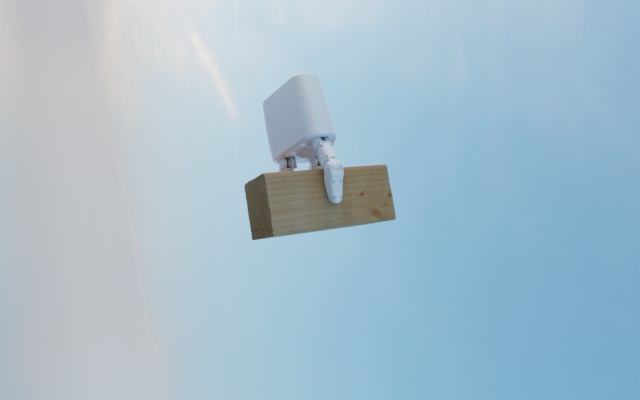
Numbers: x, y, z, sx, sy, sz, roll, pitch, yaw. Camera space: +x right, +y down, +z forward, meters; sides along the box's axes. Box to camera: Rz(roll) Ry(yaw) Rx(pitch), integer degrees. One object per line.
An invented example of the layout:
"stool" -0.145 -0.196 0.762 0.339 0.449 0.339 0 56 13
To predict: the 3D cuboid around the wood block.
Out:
"wood block" 0.000 0.002 0.731 0.206 0.090 0.091 -6 -6 -27
